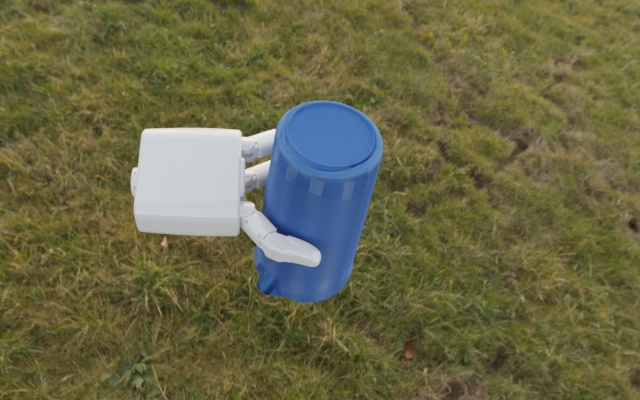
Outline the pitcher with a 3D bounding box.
[{"bbox_3d":[0.000,0.002,0.560,0.145,0.149,0.243,3,-37,-8],"label":"pitcher"}]
